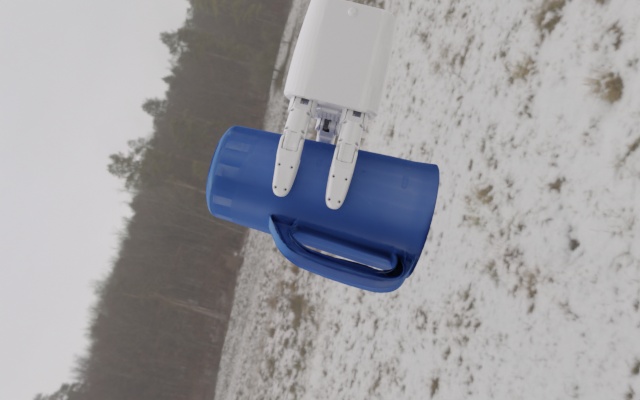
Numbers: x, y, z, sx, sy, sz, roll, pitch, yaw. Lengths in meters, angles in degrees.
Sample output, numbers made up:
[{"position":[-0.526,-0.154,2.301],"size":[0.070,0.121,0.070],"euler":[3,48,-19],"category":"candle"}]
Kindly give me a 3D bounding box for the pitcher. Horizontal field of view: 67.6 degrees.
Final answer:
[{"position":[0.000,0.002,0.534],"size":[0.243,0.145,0.149],"euler":[14,1,2],"category":"pitcher"}]
